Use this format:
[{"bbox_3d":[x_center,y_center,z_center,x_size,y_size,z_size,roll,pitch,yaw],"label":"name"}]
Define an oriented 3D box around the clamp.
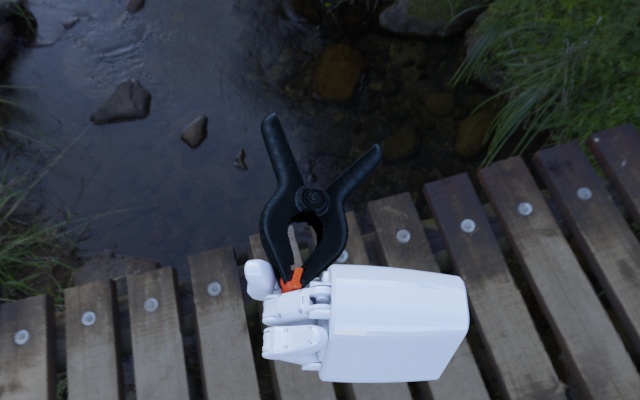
[{"bbox_3d":[0.000,0.001,0.432,0.120,0.171,0.039,5,-23,-6],"label":"clamp"}]
